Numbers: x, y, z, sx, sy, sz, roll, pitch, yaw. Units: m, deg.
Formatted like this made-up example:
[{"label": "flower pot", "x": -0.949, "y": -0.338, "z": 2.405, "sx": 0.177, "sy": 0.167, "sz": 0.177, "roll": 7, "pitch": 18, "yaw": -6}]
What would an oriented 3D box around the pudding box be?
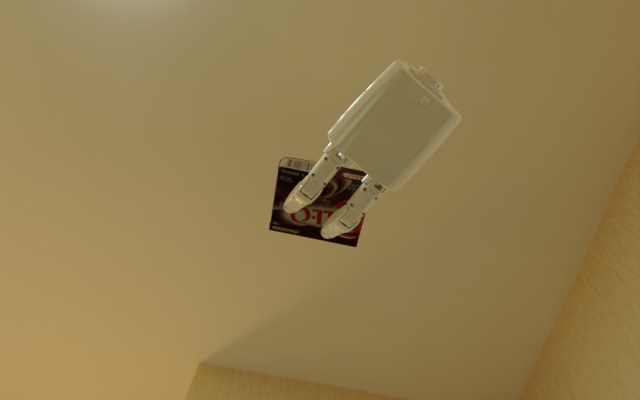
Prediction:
[{"label": "pudding box", "x": 0.000, "y": 0.002, "z": 0.575, "sx": 0.113, "sy": 0.090, "sz": 0.039, "roll": 12, "pitch": 29, "yaw": 1}]
